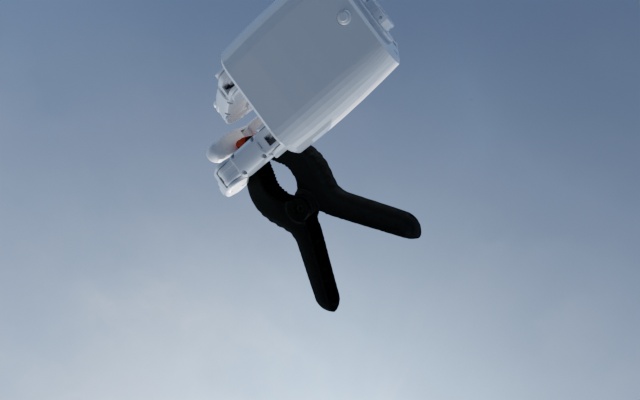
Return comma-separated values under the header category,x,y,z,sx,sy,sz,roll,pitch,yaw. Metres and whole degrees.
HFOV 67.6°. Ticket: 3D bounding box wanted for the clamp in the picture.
category,x,y,z,sx,sy,sz,roll,pitch,yaw
clamp,0.000,0.001,0.408,0.120,0.171,0.039,-37,-1,22
